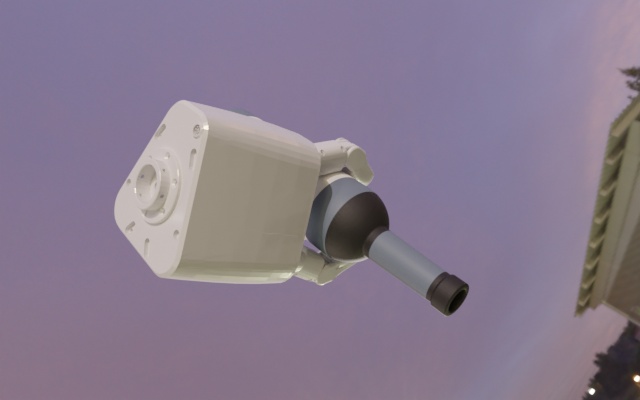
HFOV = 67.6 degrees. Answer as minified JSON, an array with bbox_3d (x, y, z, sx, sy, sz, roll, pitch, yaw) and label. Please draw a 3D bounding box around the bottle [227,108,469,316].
[{"bbox_3d":[0.000,0.001,0.420,0.069,0.069,0.295,0,28,-47],"label":"bottle"}]
